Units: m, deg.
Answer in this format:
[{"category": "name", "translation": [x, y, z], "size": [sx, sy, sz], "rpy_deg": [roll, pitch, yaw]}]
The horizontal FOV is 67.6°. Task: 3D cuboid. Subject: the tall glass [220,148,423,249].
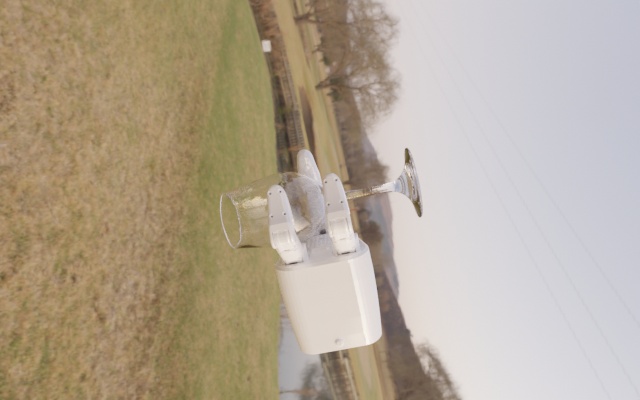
[{"category": "tall glass", "translation": [0.001, 0.001, 0.503], "size": [0.201, 0.079, 0.079], "rpy_deg": [-11, -1, 4]}]
